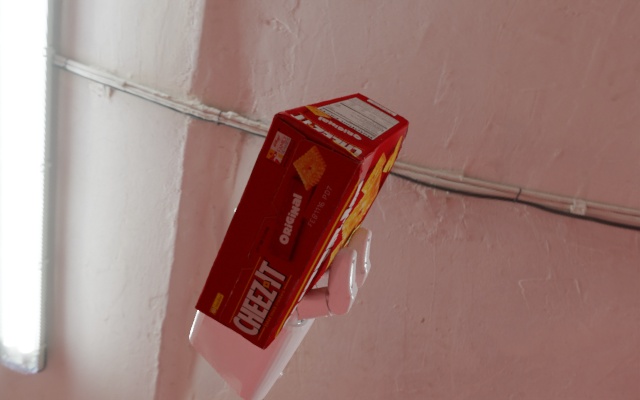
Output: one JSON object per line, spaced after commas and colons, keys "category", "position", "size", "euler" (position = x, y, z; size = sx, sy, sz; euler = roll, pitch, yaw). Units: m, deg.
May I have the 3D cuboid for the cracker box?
{"category": "cracker box", "position": [0.000, 0.001, 0.413], "size": [0.072, 0.164, 0.213], "euler": [29, 23, 9]}
